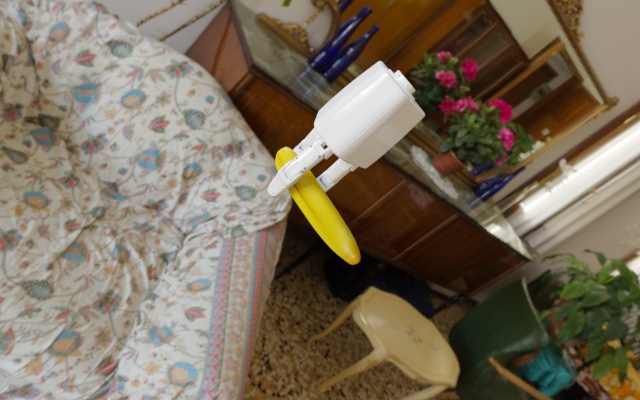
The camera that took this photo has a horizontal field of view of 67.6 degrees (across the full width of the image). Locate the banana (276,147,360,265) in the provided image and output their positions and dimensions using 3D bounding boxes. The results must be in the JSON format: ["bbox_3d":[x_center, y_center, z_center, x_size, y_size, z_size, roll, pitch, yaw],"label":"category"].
[{"bbox_3d":[-0.009,-0.004,0.619,0.037,0.197,0.070,-38,-24,12],"label":"banana"}]
